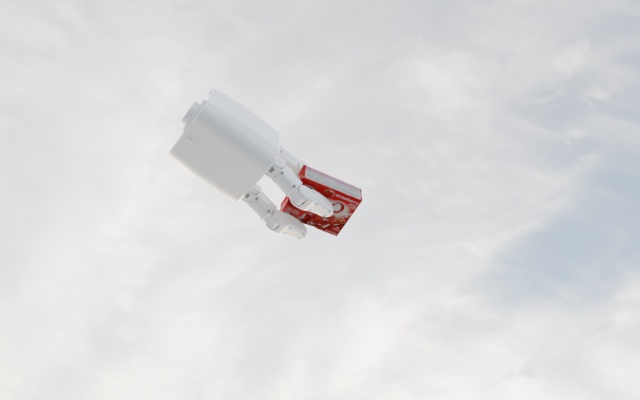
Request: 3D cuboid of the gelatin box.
[{"bbox_3d":[0.000,0.002,0.638,0.089,0.073,0.030,22,37,-15],"label":"gelatin box"}]
